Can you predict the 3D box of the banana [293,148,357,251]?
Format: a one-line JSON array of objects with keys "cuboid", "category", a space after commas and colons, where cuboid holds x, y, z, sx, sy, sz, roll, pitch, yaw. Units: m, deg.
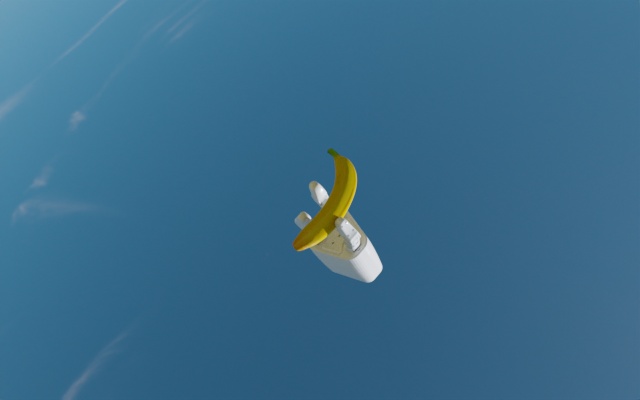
[{"cuboid": [0.018, 0.001, 0.794, 0.069, 0.197, 0.037, 6, -30, 28], "category": "banana"}]
